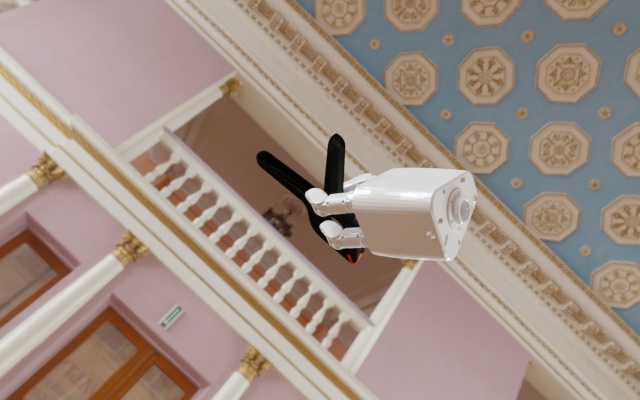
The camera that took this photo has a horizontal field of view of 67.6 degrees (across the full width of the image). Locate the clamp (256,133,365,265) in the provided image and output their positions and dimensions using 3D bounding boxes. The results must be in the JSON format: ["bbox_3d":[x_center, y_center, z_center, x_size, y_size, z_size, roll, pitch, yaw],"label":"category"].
[{"bbox_3d":[0.001,0.002,0.683,0.164,0.210,0.036,3,38,43],"label":"clamp"}]
